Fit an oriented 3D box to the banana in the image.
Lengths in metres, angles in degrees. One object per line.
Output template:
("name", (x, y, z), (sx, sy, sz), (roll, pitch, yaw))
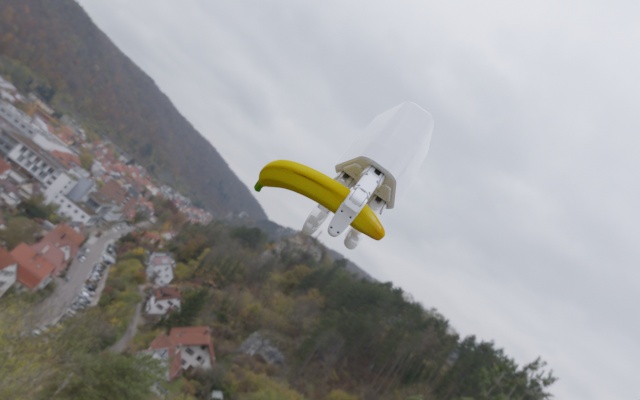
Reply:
("banana", (-0.005, -0.010, 0.608), (0.198, 0.037, 0.070), (23, -28, 23))
